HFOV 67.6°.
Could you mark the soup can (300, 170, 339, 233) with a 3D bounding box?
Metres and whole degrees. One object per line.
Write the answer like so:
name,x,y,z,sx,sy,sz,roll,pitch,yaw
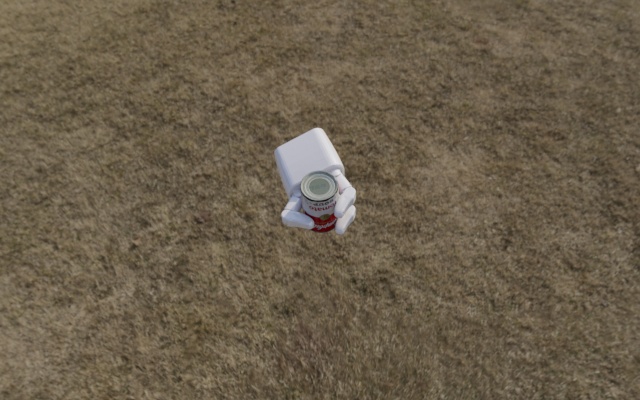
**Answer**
soup can,0.000,0.003,0.851,0.068,0.068,0.102,0,-35,3
